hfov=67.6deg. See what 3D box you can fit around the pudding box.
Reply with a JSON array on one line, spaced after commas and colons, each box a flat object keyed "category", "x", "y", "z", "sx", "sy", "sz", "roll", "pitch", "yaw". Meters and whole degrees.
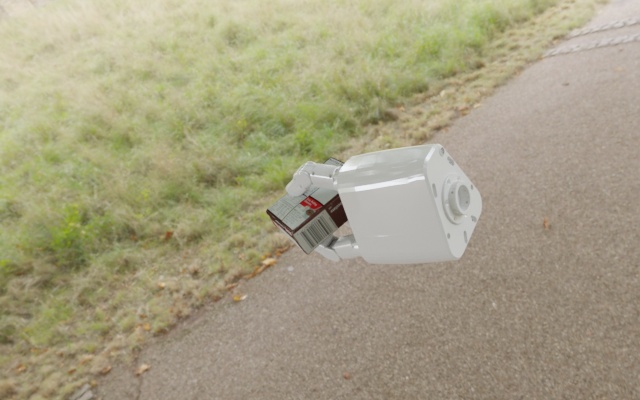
[{"category": "pudding box", "x": 0.000, "y": 0.002, "z": 0.568, "sx": 0.113, "sy": 0.039, "sz": 0.090, "roll": -38, "pitch": 28, "yaw": -11}]
